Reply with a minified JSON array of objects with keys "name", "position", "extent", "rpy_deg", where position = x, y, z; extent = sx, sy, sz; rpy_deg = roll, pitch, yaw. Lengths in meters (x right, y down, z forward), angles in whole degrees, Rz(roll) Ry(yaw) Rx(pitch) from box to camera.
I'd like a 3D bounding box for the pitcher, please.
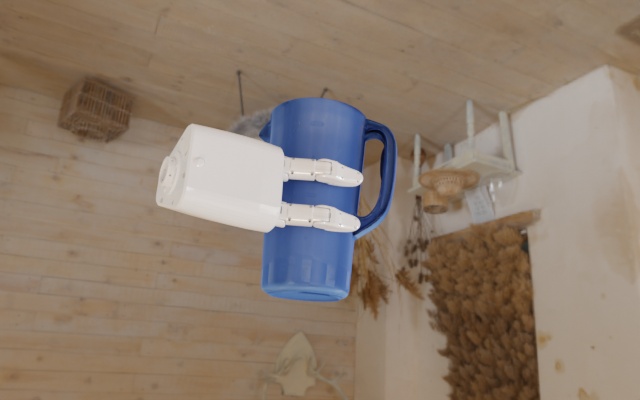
[{"name":"pitcher","position":[0.000,0.002,0.611],"extent":[0.145,0.242,0.149],"rpy_deg":[15,-20,-31]}]
